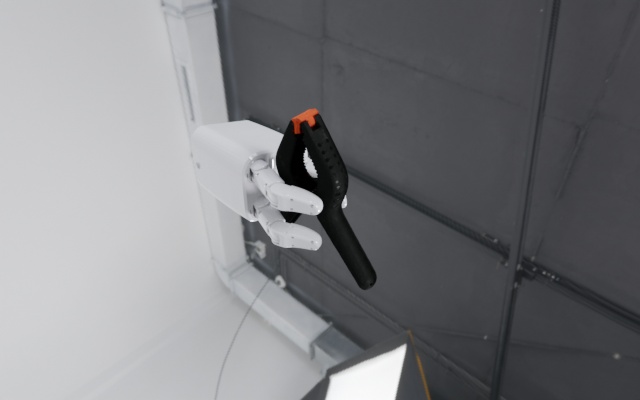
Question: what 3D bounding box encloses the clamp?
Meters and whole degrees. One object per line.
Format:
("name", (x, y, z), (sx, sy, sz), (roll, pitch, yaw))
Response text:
("clamp", (0.000, 0.001, 0.539), (0.164, 0.210, 0.036), (28, 46, 29))
